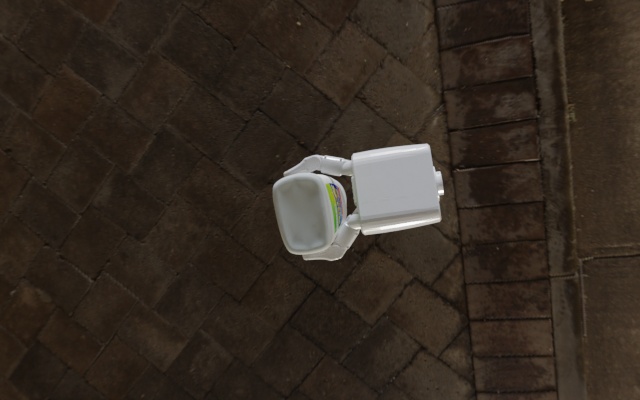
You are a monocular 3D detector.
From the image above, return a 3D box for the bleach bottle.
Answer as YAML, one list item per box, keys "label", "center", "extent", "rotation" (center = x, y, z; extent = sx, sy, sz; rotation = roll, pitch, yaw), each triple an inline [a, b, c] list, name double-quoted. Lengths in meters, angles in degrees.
- label: "bleach bottle"
  center: [0.000, 0.002, 0.693]
  extent: [0.068, 0.102, 0.251]
  rotation: [-9, 6, 11]
